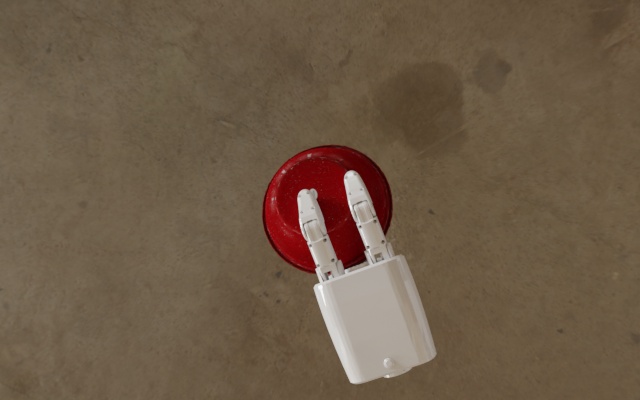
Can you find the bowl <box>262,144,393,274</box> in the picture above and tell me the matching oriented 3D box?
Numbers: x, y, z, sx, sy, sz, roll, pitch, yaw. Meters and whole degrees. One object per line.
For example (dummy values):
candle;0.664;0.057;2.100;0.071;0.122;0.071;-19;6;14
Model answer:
bowl;-0.001;0.001;0.552;0.162;0.162;0.055;0;-15;14
